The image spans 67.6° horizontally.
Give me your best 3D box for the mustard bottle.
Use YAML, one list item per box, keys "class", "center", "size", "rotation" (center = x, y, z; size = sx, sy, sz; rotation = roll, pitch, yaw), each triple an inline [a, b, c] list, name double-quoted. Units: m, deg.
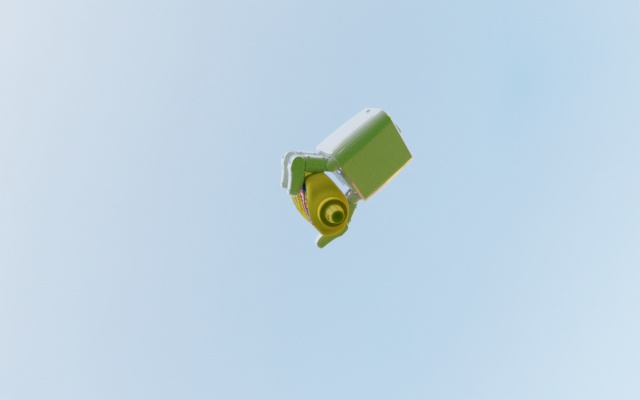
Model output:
- class: "mustard bottle"
  center: [0.000, 0.002, 0.717]
  size: [0.058, 0.096, 0.191]
  rotation: [-17, 15, -11]
